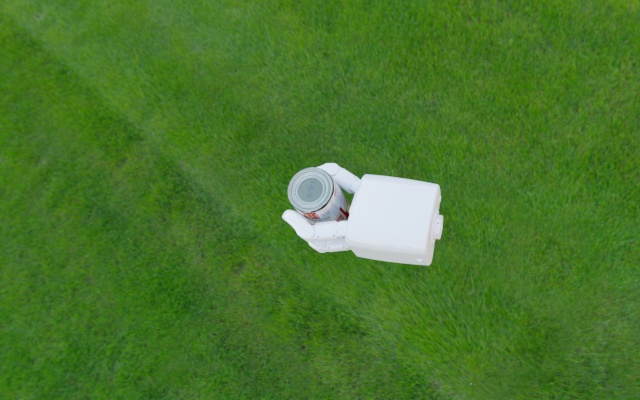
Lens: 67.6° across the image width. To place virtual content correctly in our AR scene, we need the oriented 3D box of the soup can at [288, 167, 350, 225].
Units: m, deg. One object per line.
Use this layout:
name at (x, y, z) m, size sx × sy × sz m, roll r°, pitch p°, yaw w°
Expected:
soup can at (0.000, 0.002, 0.690) m, size 0.068 × 0.068 × 0.102 m, roll 0°, pitch -20°, yaw 17°
